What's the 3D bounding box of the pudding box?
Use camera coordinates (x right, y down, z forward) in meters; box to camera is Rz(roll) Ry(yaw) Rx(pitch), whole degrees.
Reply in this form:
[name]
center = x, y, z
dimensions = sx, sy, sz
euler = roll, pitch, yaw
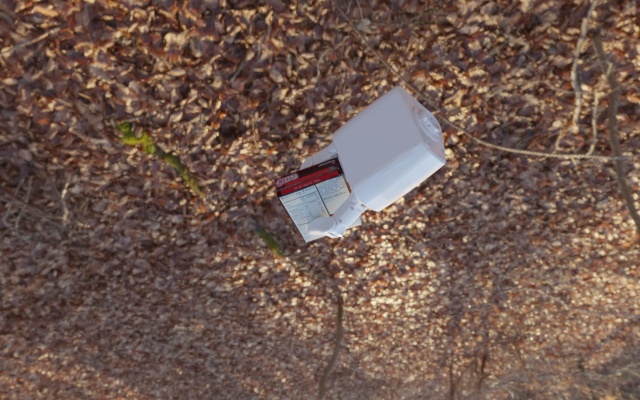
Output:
[pudding box]
center = 0.000, 0.002, 0.637
dimensions = 0.090, 0.039, 0.114
euler = -18, -43, 8
